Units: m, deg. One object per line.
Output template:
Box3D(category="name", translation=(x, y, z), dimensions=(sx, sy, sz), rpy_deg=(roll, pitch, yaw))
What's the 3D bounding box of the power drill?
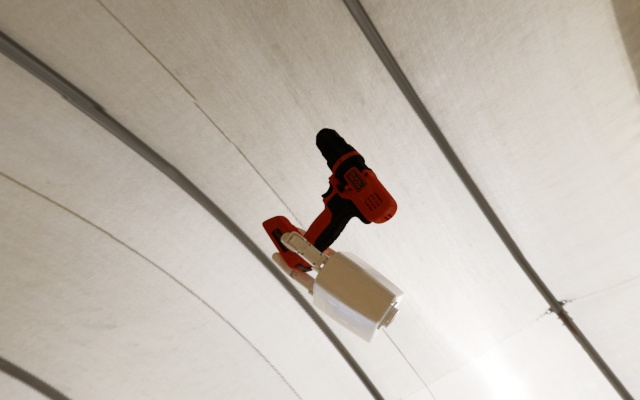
Box3D(category="power drill", translation=(0.000, 0.003, 0.727), dimensions=(0.188, 0.184, 0.057), rpy_deg=(-44, -31, 14))
